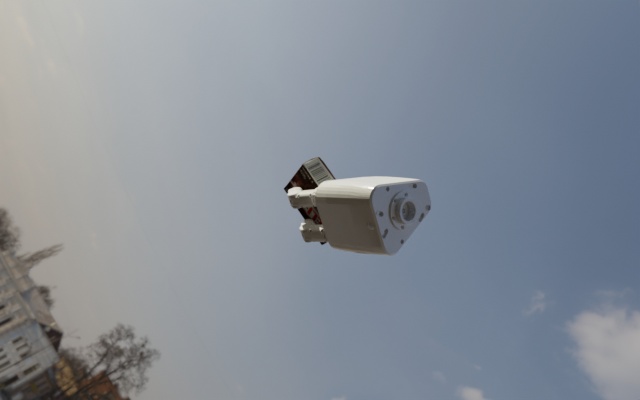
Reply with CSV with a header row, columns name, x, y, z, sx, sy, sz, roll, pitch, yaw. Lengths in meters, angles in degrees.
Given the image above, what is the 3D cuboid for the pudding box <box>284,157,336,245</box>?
name,x,y,z,sx,sy,sz,roll,pitch,yaw
pudding box,0.000,0.002,0.726,0.039,0.113,0.090,-28,-10,-32
